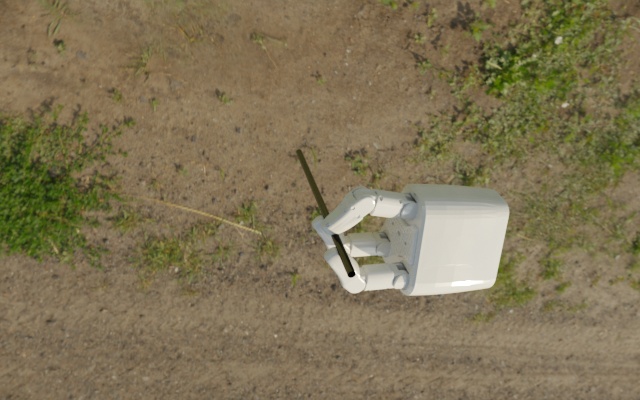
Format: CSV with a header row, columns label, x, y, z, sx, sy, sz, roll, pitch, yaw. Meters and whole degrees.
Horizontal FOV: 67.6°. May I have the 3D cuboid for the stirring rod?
label,x,y,z,sx,sy,sz,roll,pitch,yaw
stirring rod,0.000,0.002,0.531,0.011,0.011,0.239,0,33,-16
